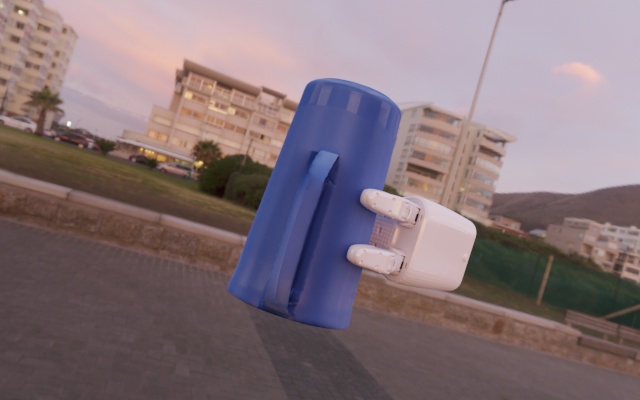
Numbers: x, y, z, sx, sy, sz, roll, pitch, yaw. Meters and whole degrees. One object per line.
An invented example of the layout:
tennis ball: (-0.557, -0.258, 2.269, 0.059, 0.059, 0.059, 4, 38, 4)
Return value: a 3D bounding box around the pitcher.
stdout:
pitcher: (0.000, 0.002, 0.496, 0.145, 0.243, 0.149, 19, -2, -36)
